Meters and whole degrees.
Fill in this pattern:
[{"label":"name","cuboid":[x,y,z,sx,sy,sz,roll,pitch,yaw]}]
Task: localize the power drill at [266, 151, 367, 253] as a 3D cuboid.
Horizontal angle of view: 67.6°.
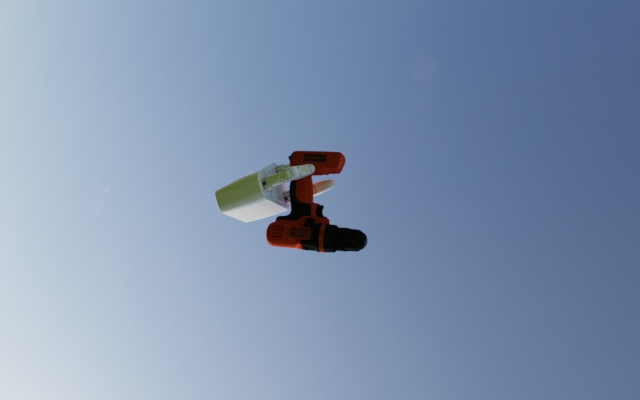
[{"label":"power drill","cuboid":[0.000,0.002,0.879,0.184,0.187,0.057,4,-20,10]}]
